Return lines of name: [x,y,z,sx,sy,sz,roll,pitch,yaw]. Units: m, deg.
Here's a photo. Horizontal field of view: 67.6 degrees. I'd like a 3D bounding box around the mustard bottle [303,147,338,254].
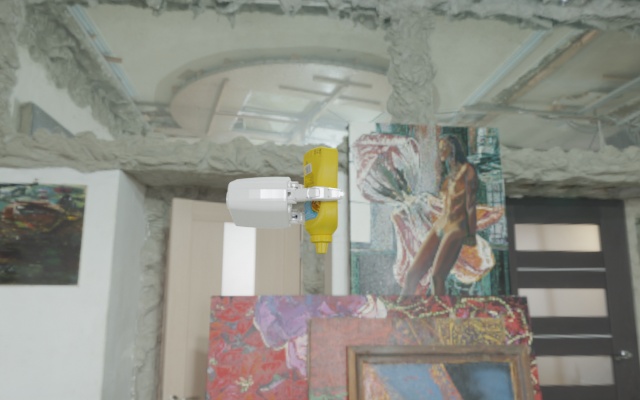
mustard bottle: [0.000,0.003,0.890,0.058,0.191,0.096,4,-11,-24]
